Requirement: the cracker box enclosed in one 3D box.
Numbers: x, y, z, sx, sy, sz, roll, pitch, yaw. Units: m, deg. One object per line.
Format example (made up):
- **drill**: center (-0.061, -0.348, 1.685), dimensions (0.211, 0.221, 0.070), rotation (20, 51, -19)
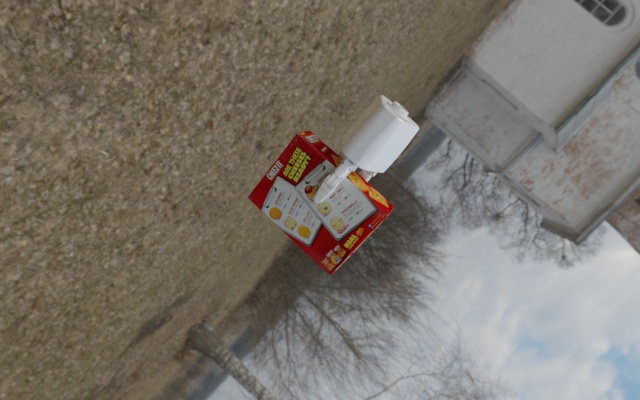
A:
- **cracker box**: center (0.000, 0.003, 0.877), dimensions (0.213, 0.164, 0.072), rotation (43, 22, 6)
